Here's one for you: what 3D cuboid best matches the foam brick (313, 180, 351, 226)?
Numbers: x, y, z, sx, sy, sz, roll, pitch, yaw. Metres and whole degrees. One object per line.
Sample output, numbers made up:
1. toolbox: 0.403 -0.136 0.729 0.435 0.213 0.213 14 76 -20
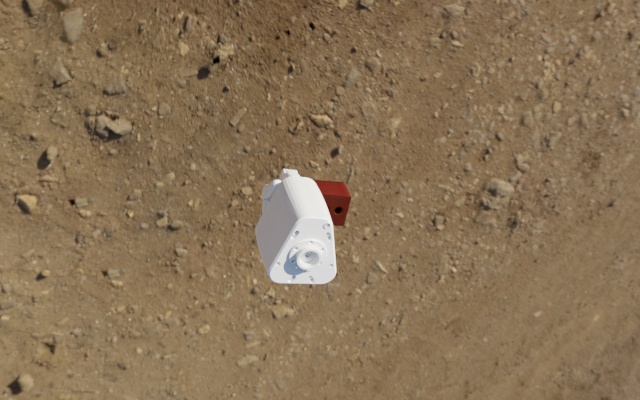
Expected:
1. foam brick: 0.000 0.002 0.723 0.078 0.053 0.051 4 27 -18
